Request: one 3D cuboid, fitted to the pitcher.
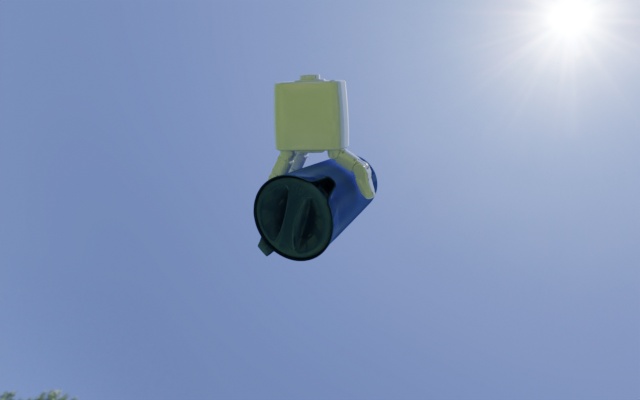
[{"bbox_3d":[0.000,0.002,0.798,0.149,0.145,0.242,4,17,25],"label":"pitcher"}]
